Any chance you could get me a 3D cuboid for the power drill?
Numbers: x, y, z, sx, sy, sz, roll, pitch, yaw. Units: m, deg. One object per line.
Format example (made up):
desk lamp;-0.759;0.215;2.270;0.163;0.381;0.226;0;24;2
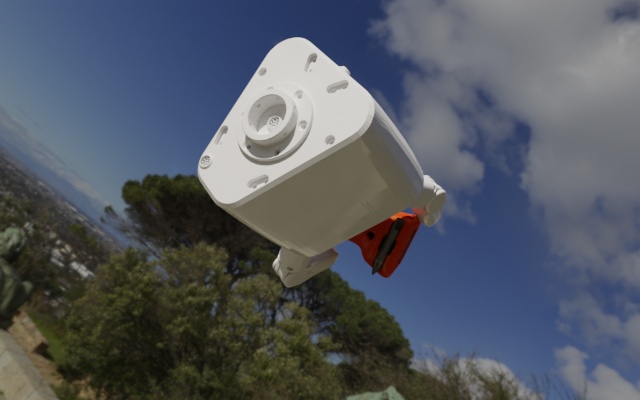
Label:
power drill;0.000;0.002;0.460;0.187;0.057;0.184;25;7;12
